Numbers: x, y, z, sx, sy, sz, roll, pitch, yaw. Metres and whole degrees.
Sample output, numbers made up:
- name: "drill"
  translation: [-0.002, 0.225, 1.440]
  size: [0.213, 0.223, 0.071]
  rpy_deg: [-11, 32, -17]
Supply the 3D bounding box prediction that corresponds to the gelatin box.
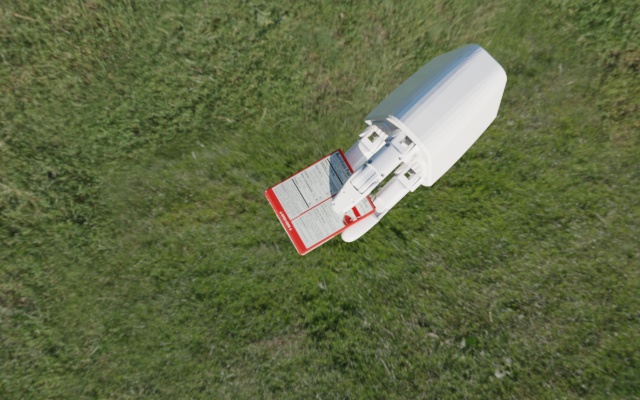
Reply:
- name: "gelatin box"
  translation: [0.000, 0.002, 0.478]
  size: [0.089, 0.073, 0.030]
  rpy_deg: [-30, -3, -6]
